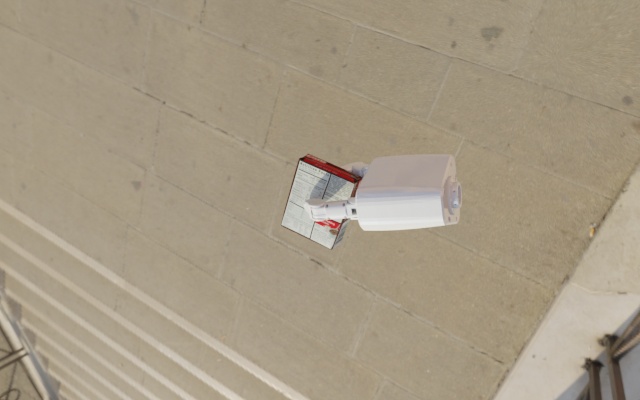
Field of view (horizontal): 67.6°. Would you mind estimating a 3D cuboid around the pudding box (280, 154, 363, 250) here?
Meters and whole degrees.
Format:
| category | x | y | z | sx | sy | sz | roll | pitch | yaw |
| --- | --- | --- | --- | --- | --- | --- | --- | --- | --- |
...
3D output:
| category | x | y | z | sx | sy | sz | roll | pitch | yaw |
| --- | --- | --- | --- | --- | --- | --- | --- | --- | --- |
| pudding box | 0.000 | 0.002 | 0.676 | 0.090 | 0.113 | 0.039 | 25 | 24 | 16 |
